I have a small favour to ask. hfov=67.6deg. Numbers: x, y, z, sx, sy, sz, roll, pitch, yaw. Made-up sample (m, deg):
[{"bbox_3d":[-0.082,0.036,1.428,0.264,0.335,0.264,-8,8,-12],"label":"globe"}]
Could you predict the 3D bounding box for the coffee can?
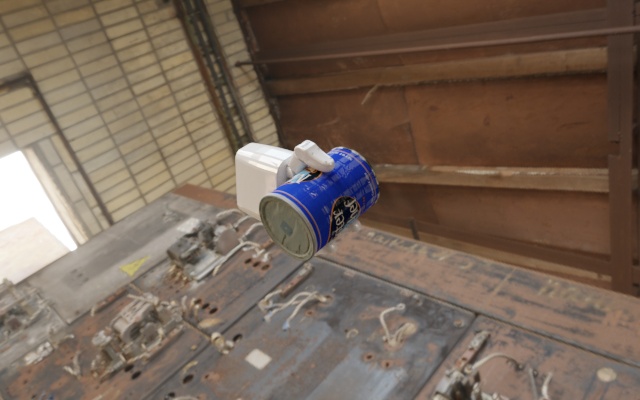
[{"bbox_3d":[0.000,0.002,0.662,0.140,0.103,0.103,-37,23,-33],"label":"coffee can"}]
